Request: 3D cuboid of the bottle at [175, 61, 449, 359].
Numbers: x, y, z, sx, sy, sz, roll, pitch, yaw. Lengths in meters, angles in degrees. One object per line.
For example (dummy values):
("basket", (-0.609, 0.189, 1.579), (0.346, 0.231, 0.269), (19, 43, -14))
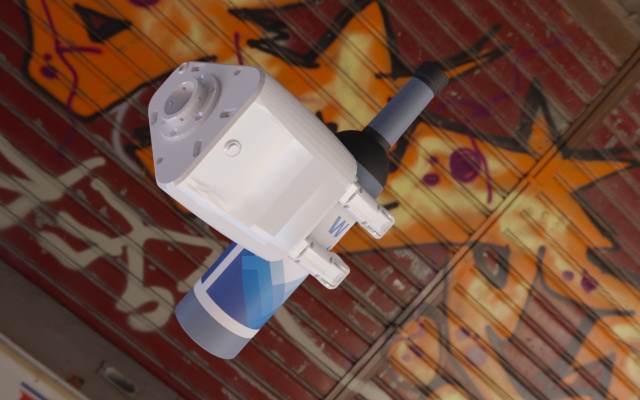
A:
("bottle", (0.000, 0.002, 0.405), (0.069, 0.296, 0.069), (42, 1, -1))
